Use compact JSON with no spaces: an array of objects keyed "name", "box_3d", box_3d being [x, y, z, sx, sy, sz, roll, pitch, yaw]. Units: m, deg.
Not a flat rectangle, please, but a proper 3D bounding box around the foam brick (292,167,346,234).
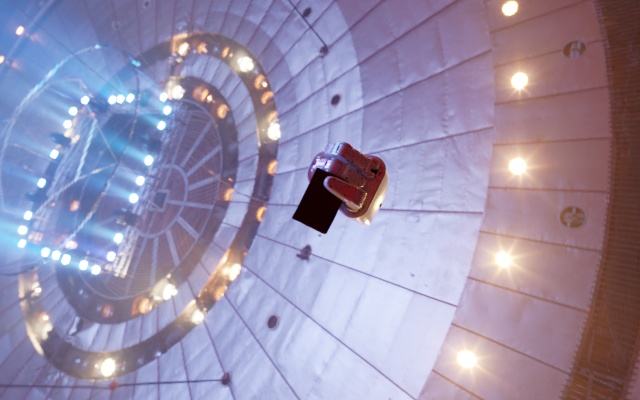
[{"name":"foam brick","box_3d":[0.000,0.002,0.660,0.053,0.078,0.051,27,-6,-2]}]
